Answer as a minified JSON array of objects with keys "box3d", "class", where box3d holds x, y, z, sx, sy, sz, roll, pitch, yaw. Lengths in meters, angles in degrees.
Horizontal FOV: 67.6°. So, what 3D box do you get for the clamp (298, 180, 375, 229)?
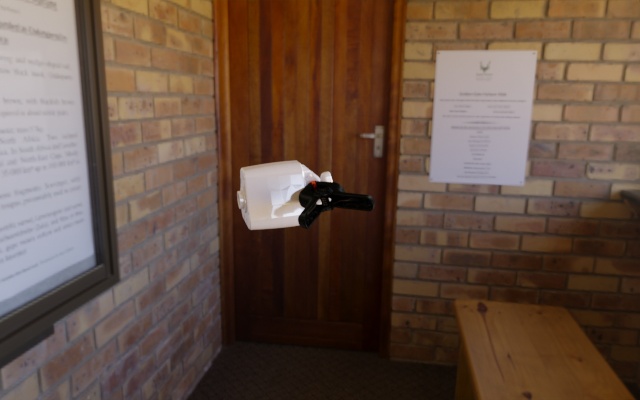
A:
[{"box3d":[0.000,0.002,0.780,0.120,0.039,0.171,-12,15,-20],"class":"clamp"}]
